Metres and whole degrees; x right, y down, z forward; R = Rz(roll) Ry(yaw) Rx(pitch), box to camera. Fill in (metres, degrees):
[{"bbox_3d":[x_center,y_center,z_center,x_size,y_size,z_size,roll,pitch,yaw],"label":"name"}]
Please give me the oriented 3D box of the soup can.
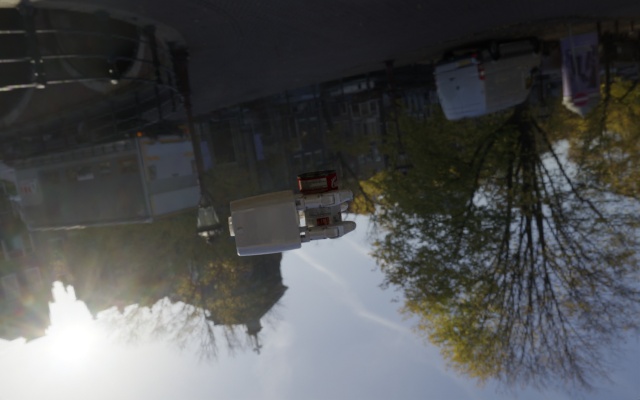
[{"bbox_3d":[0.001,0.003,0.827,0.068,0.102,0.068,-8,8,1],"label":"soup can"}]
